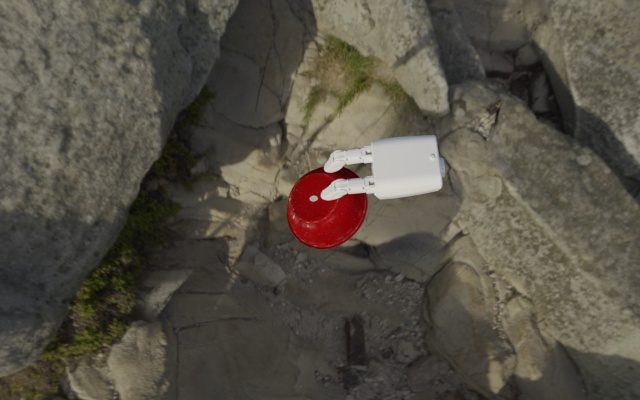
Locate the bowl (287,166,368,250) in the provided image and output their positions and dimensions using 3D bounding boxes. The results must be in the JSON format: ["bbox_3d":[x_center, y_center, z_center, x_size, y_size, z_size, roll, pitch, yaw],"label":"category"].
[{"bbox_3d":[-0.001,0.003,0.851,0.162,0.162,0.055,0,-18,25],"label":"bowl"}]
